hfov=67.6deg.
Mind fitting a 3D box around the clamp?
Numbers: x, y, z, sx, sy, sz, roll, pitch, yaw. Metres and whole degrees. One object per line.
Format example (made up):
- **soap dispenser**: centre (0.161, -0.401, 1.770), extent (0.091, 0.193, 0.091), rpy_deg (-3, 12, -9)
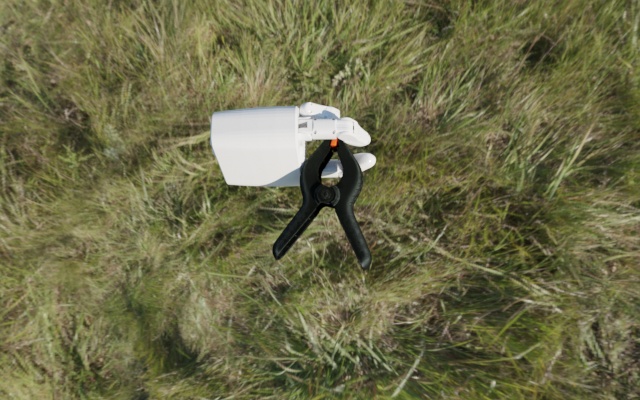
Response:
- **clamp**: centre (0.000, 0.002, 0.587), extent (0.120, 0.171, 0.039), rpy_deg (-2, -15, 3)
